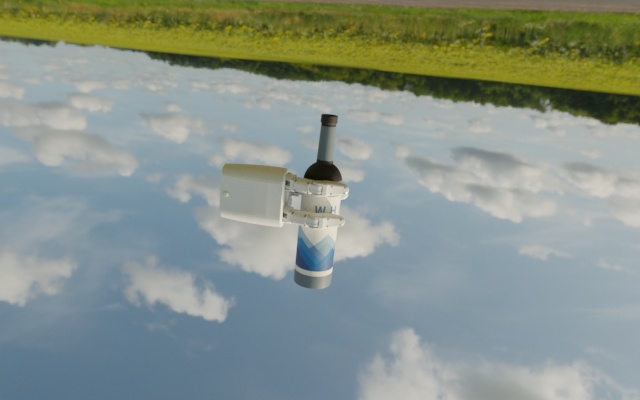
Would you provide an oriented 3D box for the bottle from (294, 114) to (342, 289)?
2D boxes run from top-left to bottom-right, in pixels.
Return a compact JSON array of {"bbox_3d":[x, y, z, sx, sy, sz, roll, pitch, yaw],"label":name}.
[{"bbox_3d":[0.000,0.003,0.811,0.069,0.296,0.069,6,16,-2],"label":"bottle"}]
